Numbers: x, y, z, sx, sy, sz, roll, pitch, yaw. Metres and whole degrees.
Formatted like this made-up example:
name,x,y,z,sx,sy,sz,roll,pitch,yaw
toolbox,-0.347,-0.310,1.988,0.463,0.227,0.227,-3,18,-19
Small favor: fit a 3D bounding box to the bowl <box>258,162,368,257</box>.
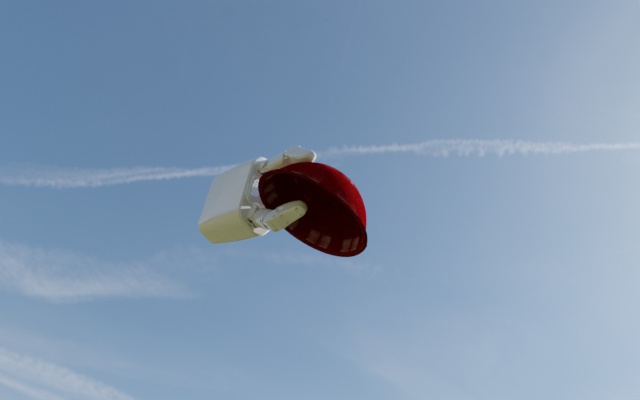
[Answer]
name,x,y,z,sx,sy,sz,roll,pitch,yaw
bowl,0.001,0.002,0.622,0.162,0.055,0.162,26,-31,17
